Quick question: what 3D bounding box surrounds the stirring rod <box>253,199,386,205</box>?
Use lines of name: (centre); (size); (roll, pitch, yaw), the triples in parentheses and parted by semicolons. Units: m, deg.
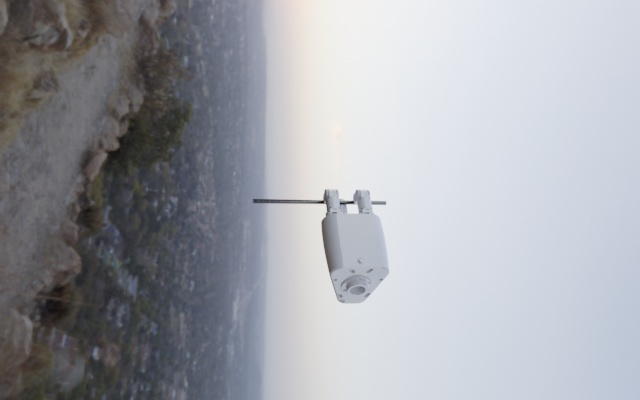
stirring rod: (0.000, 0.003, 0.855); (0.239, 0.011, 0.011); (1, 0, -8)
